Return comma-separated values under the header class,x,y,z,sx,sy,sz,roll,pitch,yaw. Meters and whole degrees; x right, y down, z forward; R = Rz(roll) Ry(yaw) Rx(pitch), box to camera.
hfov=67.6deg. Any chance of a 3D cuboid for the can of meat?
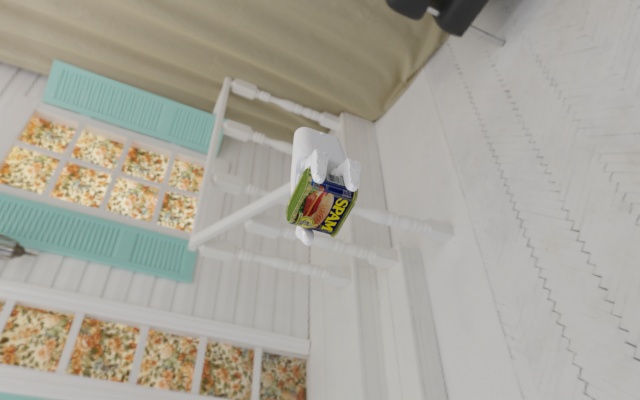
class,x,y,z,sx,sy,sz,roll,pitch,yaw
can of meat,0.000,0.003,0.767,0.084,0.102,0.057,16,35,-18
